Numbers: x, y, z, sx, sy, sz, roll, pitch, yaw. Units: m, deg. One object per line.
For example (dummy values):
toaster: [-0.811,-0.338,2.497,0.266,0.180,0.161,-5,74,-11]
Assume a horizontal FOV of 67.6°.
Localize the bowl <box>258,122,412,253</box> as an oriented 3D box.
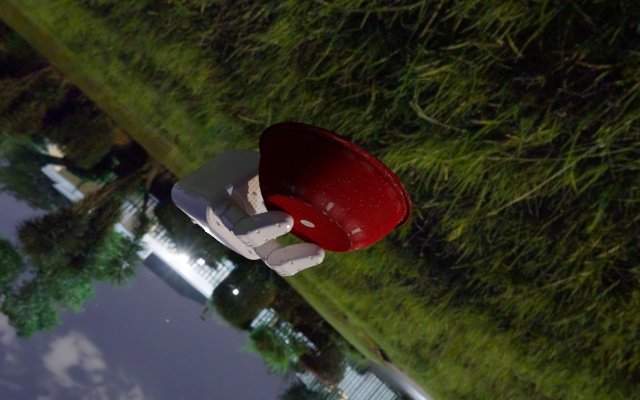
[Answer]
bowl: [0.001,0.002,0.446,0.162,0.055,0.162,24,-24,12]
